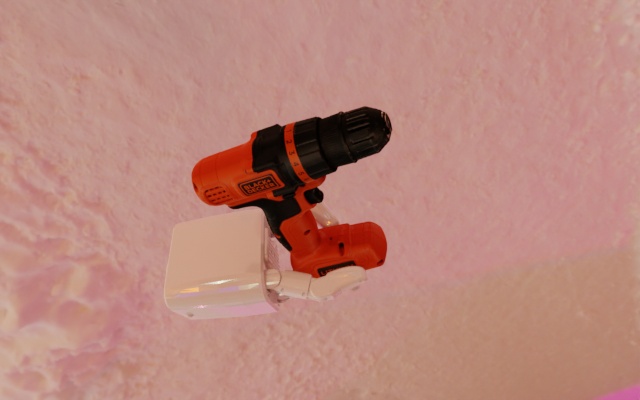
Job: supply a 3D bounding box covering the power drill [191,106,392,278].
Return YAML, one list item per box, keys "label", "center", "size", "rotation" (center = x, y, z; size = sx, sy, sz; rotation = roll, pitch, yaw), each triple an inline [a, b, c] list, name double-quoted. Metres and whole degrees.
- label: "power drill"
  center: [0.000, 0.002, 0.458]
  size: [0.184, 0.057, 0.188]
  rotation: [-14, -44, 20]
